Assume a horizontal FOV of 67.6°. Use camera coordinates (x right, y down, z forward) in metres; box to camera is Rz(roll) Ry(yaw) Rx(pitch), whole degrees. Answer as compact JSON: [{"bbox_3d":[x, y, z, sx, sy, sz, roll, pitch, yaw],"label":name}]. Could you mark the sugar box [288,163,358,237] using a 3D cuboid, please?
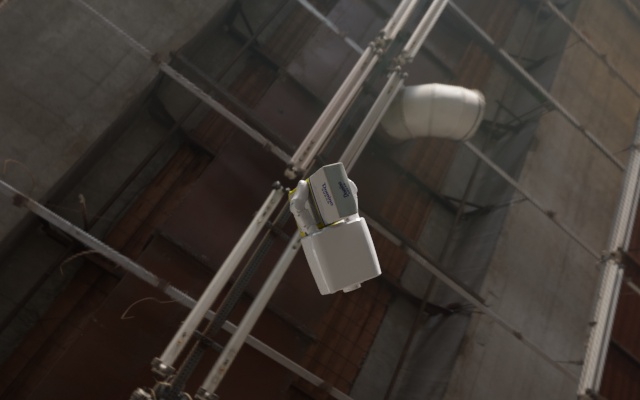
[{"bbox_3d":[0.001,0.003,0.868,0.048,0.093,0.176,-15,-7,-29],"label":"sugar box"}]
